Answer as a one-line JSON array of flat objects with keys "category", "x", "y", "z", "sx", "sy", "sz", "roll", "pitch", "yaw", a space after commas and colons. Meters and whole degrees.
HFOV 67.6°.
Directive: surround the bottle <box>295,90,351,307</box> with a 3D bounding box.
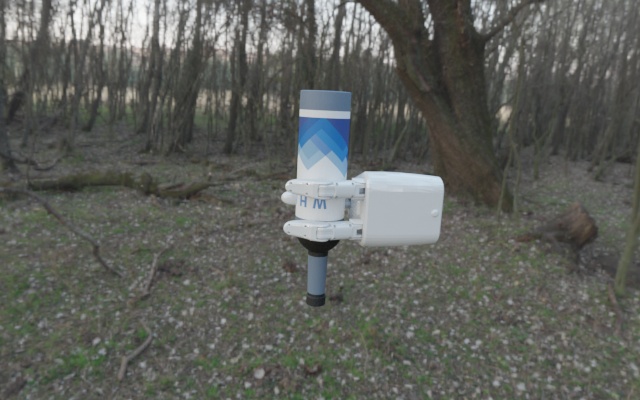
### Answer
[{"category": "bottle", "x": 0.000, "y": 0.002, "z": 0.651, "sx": 0.069, "sy": 0.296, "sz": 0.069, "roll": 3, "pitch": 11, "yaw": -1}]
